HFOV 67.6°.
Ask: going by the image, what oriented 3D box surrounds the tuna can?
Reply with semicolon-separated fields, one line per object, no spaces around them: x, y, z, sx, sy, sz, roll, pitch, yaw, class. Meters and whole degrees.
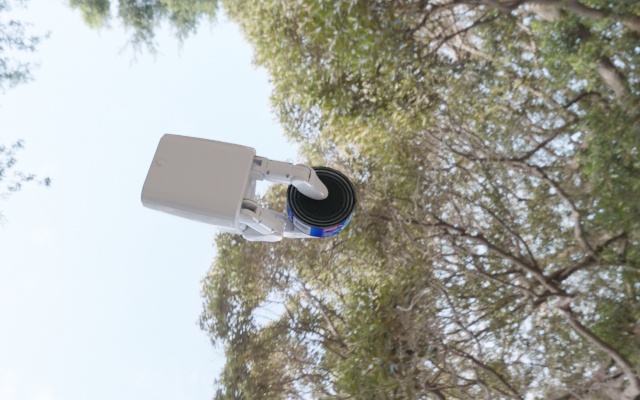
0.000;0.002;0.593;0.086;0.086;0.034;0;-28;-6;tuna can
